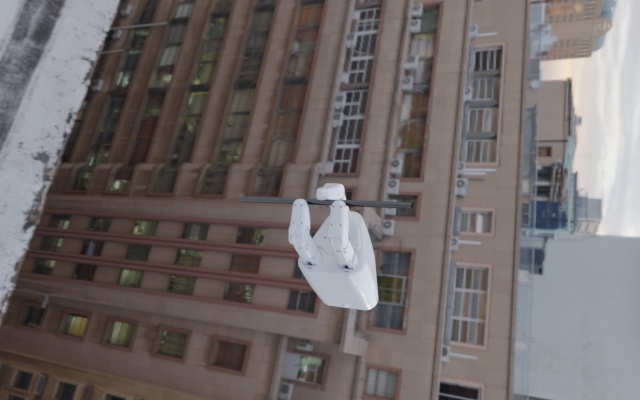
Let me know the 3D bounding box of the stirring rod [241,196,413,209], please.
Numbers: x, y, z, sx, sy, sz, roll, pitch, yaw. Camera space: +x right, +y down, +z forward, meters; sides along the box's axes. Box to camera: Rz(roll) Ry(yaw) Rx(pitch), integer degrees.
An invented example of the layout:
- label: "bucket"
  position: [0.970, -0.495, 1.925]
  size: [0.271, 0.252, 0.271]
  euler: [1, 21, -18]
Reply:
- label: "stirring rod"
  position: [0.000, 0.002, 0.622]
  size: [0.239, 0.011, 0.011]
  euler: [2, 1, 24]
